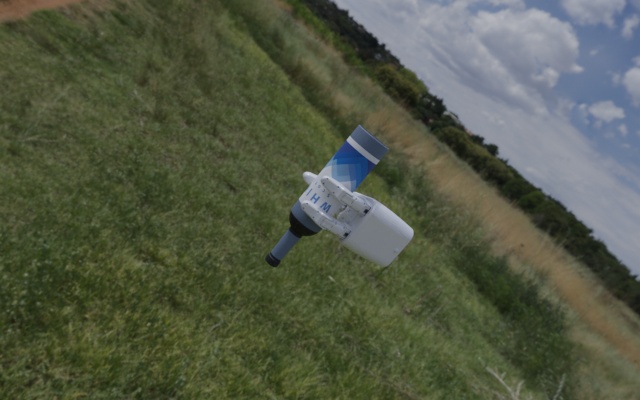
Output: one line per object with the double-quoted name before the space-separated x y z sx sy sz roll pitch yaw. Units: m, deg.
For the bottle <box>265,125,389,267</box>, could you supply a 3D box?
"bottle" 0.000 0.003 0.845 0.069 0.296 0.069 37 12 -10
